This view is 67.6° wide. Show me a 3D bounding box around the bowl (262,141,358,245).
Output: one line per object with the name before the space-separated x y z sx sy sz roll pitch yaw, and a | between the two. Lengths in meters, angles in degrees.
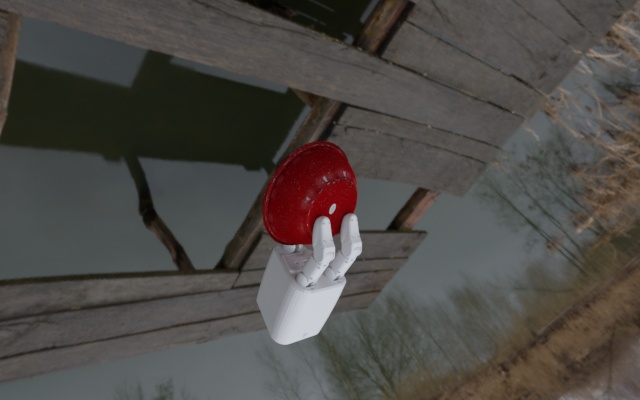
bowl | 0.000 0.001 0.660 0.162 0.162 0.055 0 24 -46
